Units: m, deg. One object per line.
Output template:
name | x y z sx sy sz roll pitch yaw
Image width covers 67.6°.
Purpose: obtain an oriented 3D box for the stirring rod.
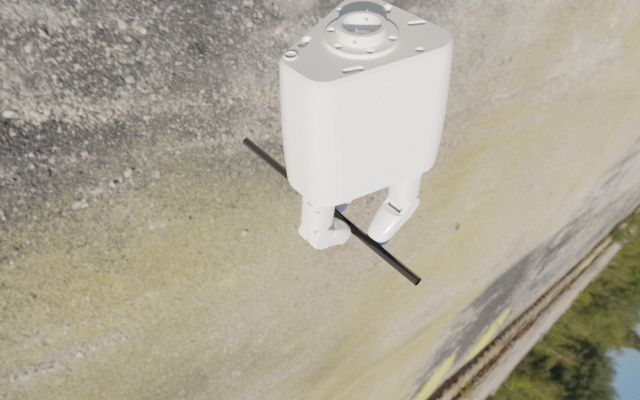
stirring rod | 0.000 0.001 0.453 0.239 0.011 0.011 39 22 30
